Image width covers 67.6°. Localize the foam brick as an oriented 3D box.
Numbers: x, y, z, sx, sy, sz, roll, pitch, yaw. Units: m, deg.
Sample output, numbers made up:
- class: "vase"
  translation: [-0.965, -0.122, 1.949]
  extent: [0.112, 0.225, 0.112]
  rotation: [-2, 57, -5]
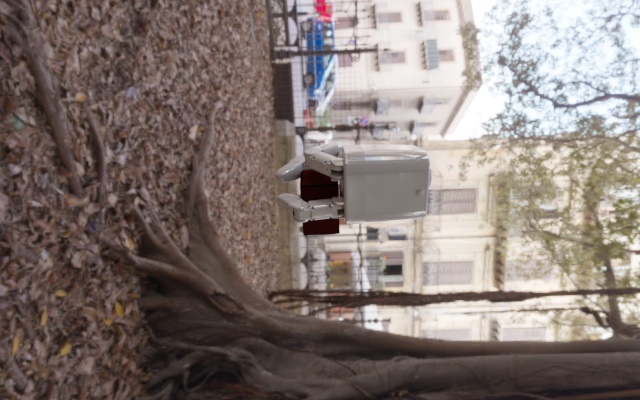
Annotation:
- class: "foam brick"
  translation: [0.000, 0.002, 0.653]
  extent: [0.051, 0.078, 0.053]
  rotation: [-2, 29, 1]
